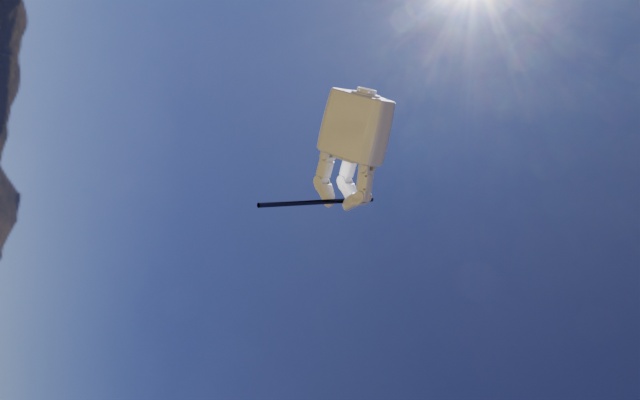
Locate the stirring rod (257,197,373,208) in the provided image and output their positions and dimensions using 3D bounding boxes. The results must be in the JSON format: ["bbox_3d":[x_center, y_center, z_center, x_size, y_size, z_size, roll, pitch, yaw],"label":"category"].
[{"bbox_3d":[0.000,0.003,0.791,0.239,0.011,0.011,-3,2,-39],"label":"stirring rod"}]
